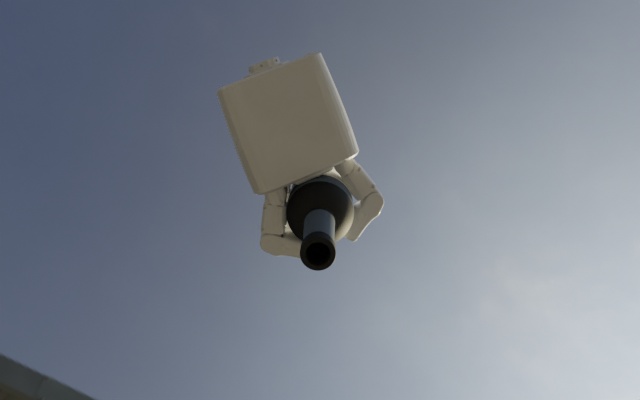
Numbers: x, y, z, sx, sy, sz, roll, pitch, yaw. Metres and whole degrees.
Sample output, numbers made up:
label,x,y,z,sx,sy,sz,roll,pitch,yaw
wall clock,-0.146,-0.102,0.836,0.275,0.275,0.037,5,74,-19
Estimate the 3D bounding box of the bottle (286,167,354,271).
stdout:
label,x,y,z,sx,sy,sz,roll,pitch,yaw
bottle,0.000,0.002,0.499,0.069,0.069,0.295,0,15,1
